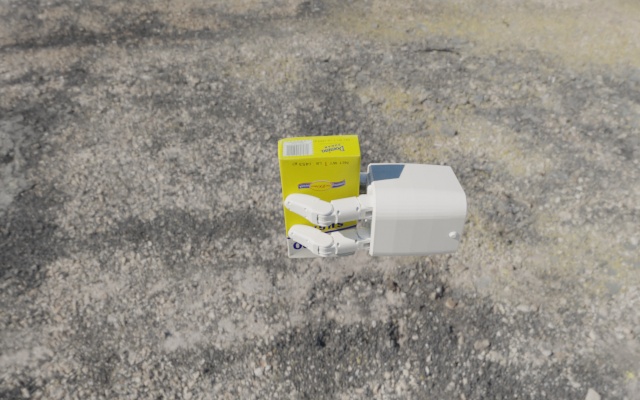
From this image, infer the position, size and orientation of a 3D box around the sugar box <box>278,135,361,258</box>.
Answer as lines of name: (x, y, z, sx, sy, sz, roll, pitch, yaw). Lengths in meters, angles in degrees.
sugar box: (0.000, 0.002, 0.594, 0.093, 0.176, 0.048, -2, 43, 0)
